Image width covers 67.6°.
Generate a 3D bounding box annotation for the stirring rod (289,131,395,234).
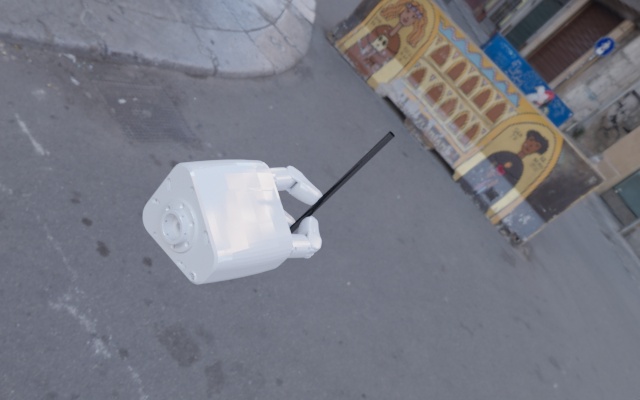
[{"bbox_3d":[0.000,0.002,0.567,0.240,0.011,0.011,-44,-25,29],"label":"stirring rod"}]
